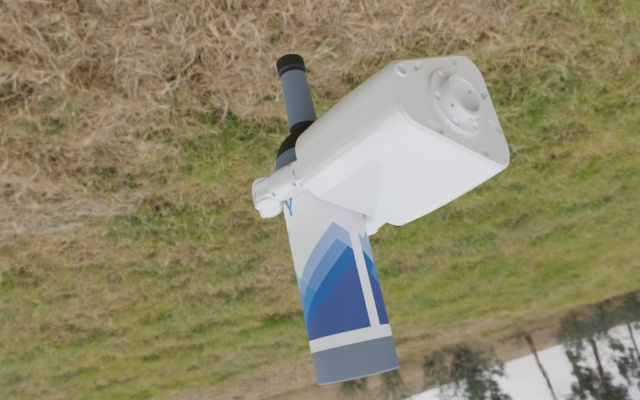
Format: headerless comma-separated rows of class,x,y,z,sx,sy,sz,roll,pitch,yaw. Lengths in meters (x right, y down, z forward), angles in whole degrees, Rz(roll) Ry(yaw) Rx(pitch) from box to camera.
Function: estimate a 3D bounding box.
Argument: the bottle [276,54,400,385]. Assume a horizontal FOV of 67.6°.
bottle,0.000,0.002,0.421,0.069,0.295,0.069,-11,-18,-4
